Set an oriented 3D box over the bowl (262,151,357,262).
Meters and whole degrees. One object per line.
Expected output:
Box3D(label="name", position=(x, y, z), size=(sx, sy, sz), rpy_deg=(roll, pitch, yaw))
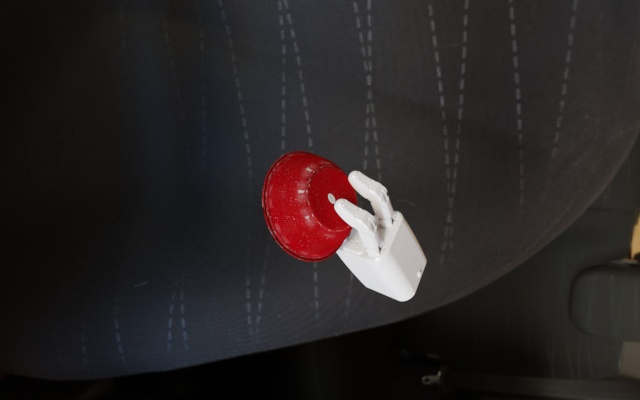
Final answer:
Box3D(label="bowl", position=(-0.001, 0.001, 0.664), size=(0.162, 0.162, 0.055), rpy_deg=(0, -11, -41))
